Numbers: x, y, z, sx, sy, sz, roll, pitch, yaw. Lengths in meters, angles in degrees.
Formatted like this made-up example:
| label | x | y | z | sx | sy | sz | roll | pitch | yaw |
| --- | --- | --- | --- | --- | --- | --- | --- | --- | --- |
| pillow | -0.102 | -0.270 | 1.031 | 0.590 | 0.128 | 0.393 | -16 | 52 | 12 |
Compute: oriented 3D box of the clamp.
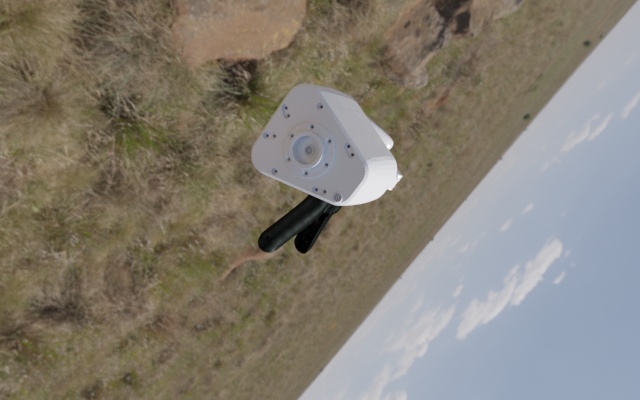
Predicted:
| label | x | y | z | sx | sy | sz | roll | pitch | yaw |
| --- | --- | --- | --- | --- | --- | --- | --- | --- | --- |
| clamp | 0.001 | 0.002 | 0.553 | 0.039 | 0.171 | 0.120 | 41 | 17 | 14 |
